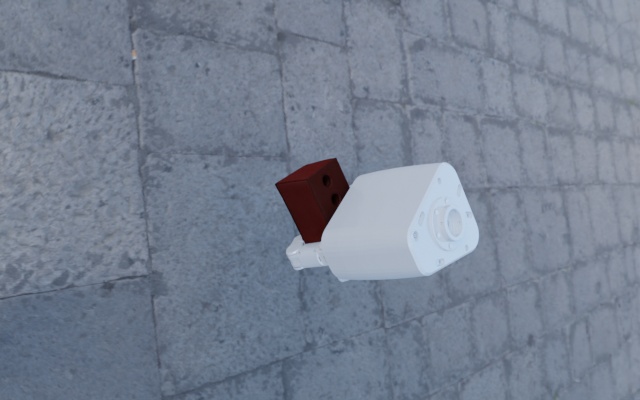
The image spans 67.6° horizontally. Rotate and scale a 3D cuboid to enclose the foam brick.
[{"bbox_3d":[0.000,0.001,0.507,0.051,0.078,0.053,-9,22,48],"label":"foam brick"}]
